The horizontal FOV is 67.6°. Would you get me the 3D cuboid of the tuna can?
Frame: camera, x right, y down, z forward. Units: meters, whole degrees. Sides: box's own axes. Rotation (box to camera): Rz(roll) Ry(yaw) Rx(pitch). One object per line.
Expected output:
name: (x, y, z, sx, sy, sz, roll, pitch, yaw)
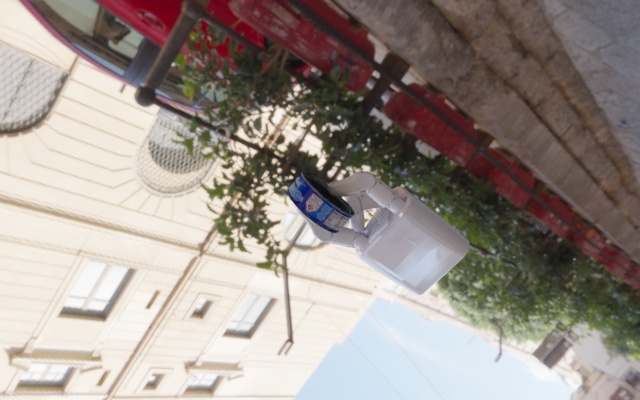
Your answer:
tuna can: (0.000, 0.002, 0.603, 0.086, 0.034, 0.086, 38, 11, -9)
